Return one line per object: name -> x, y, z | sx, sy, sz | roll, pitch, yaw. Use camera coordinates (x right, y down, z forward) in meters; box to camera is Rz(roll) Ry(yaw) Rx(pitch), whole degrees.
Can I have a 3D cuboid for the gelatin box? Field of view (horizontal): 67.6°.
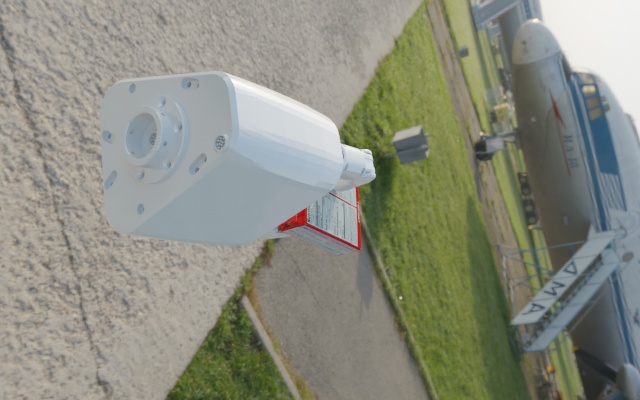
gelatin box -> 0.001, 0.001, 0.415 | 0.030, 0.073, 0.089 | -17, -28, 32
